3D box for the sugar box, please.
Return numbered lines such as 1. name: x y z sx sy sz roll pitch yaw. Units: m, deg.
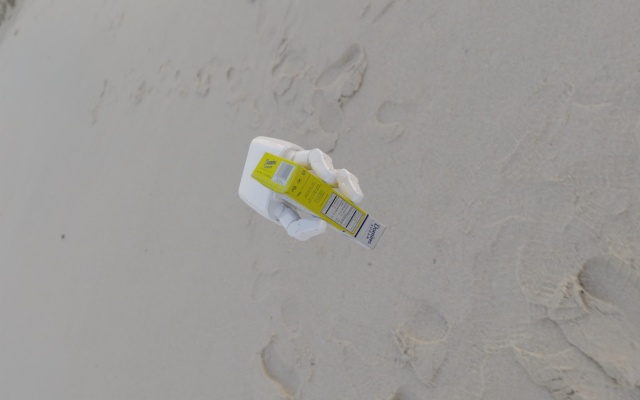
1. sugar box: 0.000 0.002 0.644 0.176 0.048 0.093 31 -3 -37
